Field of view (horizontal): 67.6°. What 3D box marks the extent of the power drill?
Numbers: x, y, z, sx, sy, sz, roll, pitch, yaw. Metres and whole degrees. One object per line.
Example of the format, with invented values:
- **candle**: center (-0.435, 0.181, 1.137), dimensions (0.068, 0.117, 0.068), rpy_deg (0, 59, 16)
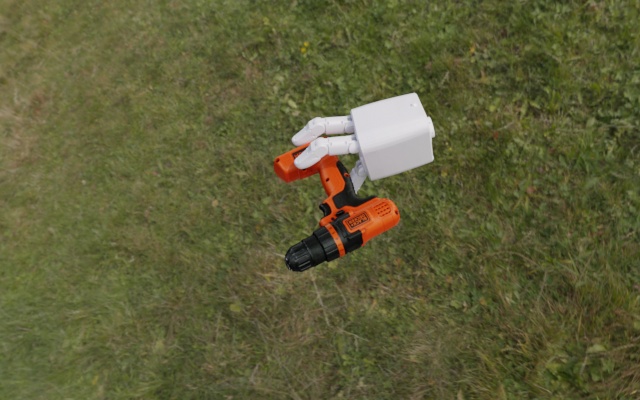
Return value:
- **power drill**: center (0.000, 0.002, 0.732), dimensions (0.184, 0.187, 0.057), rpy_deg (-25, -27, -13)
